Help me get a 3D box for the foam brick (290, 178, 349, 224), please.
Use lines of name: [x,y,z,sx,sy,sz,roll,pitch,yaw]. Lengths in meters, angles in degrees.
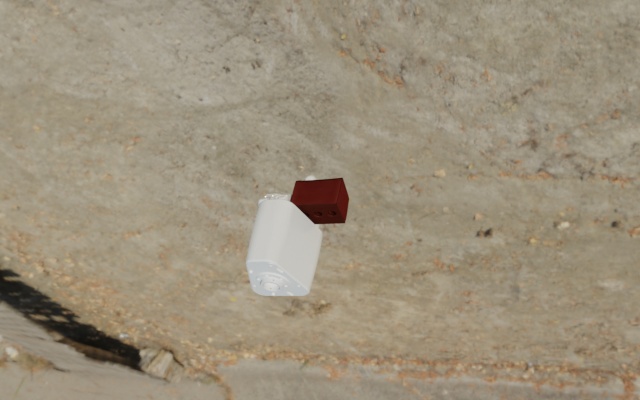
foam brick: [0.000,0.002,0.738,0.078,0.051,0.053,-4,-40,18]
